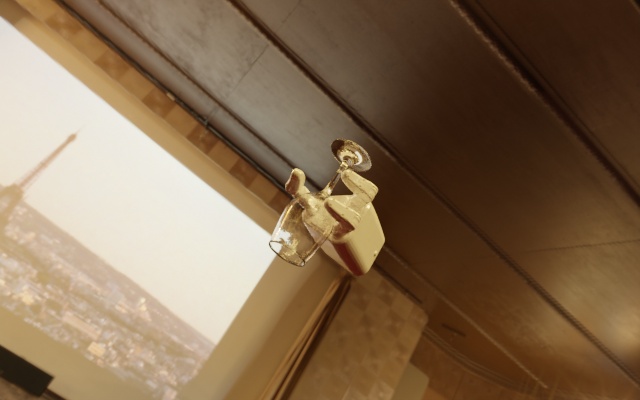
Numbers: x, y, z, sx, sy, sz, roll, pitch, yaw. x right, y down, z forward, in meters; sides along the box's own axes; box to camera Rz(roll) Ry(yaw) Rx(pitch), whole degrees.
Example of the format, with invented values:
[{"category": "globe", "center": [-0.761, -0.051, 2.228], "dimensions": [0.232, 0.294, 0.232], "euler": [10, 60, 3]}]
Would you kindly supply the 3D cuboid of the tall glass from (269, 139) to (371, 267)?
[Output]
[{"category": "tall glass", "center": [0.000, 0.002, 0.731], "dimensions": [0.079, 0.201, 0.079], "euler": [27, -26, 14]}]
